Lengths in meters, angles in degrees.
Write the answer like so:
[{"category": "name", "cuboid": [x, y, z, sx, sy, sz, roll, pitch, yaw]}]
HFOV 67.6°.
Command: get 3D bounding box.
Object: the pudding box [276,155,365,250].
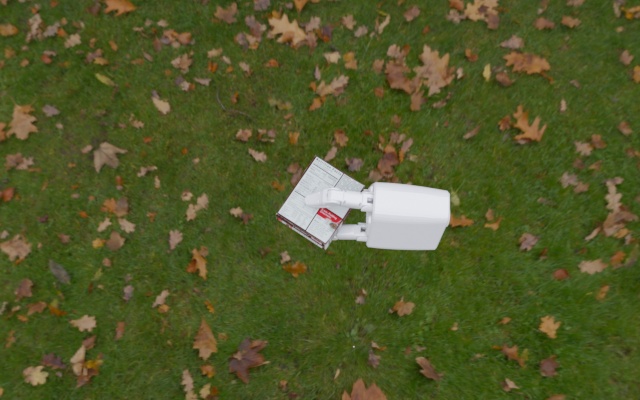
[{"category": "pudding box", "cuboid": [0.000, 0.002, 0.715, 0.090, 0.113, 0.039, 32, -15, 7]}]
